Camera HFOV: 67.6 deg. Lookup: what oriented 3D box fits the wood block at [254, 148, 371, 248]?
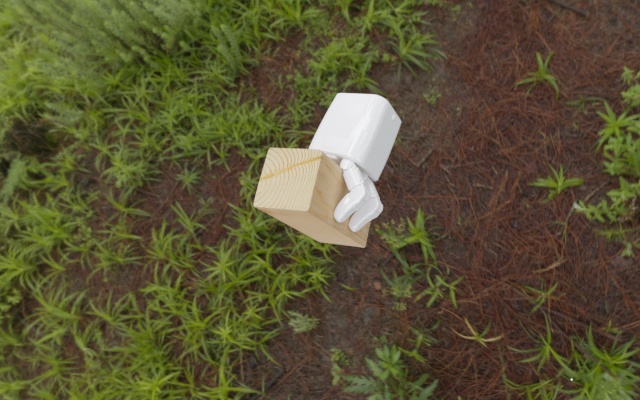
[{"bbox_3d":[0.000,0.002,0.731,0.091,0.090,0.206,5,-16,29],"label":"wood block"}]
